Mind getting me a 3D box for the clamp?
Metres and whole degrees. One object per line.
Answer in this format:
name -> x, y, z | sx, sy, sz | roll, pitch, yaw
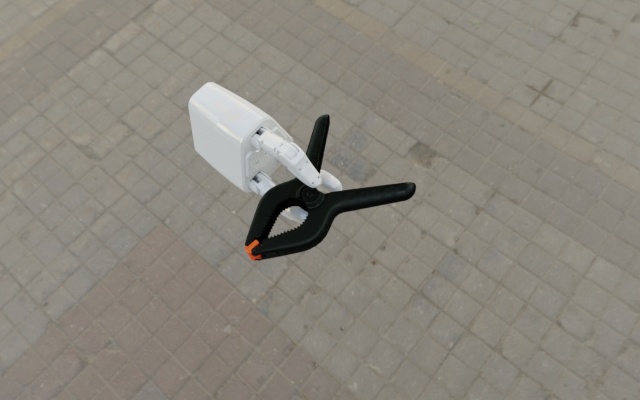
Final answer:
clamp -> -0.001, 0.002, 0.577 | 0.164, 0.210, 0.036 | 35, -19, 23
